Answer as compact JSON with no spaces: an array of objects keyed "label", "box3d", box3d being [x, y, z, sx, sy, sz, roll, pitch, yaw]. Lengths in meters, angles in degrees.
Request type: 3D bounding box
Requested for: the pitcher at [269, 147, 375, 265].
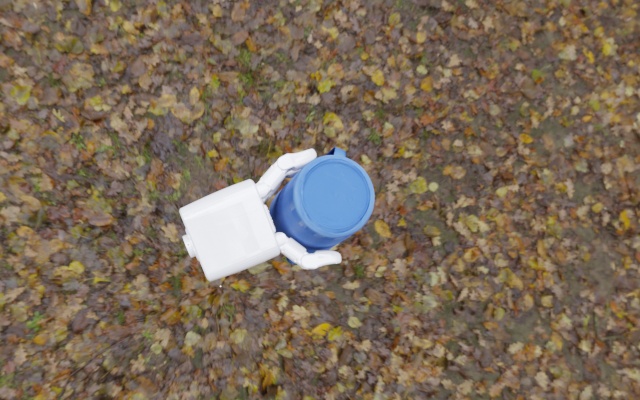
[{"label":"pitcher","box3d":[0.000,0.002,0.717,0.145,0.149,0.243,-23,-5,-14]}]
